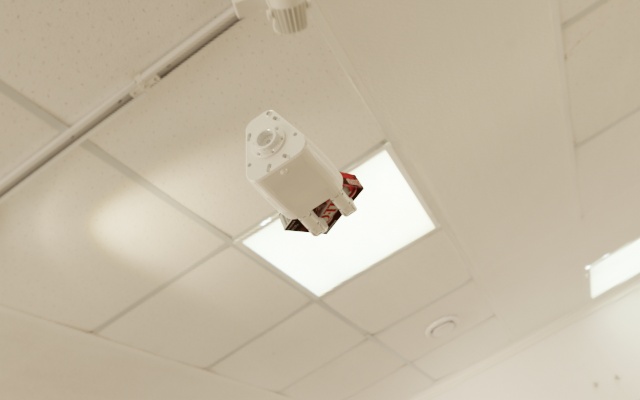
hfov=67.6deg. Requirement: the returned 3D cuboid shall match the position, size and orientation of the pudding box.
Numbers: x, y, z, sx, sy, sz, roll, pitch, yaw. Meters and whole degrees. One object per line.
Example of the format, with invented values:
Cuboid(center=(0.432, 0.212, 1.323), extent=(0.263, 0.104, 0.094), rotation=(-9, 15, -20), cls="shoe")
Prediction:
Cuboid(center=(0.000, 0.002, 0.747), extent=(0.090, 0.039, 0.113), rotation=(9, -48, -39), cls="pudding box")
